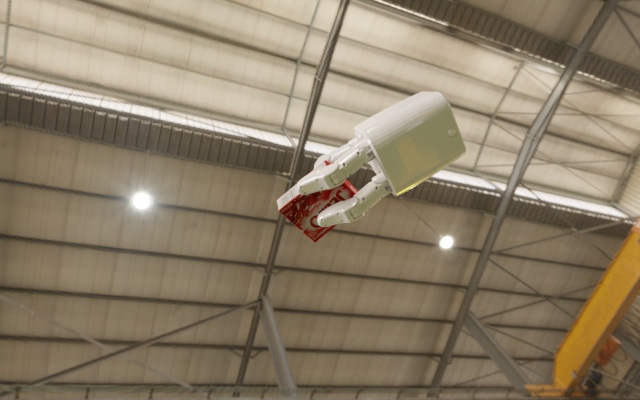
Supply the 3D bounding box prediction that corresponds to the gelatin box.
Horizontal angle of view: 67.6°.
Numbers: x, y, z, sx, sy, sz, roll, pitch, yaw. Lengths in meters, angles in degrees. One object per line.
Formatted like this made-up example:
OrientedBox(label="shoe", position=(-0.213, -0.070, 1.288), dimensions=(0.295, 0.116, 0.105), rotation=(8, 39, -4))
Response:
OrientedBox(label="gelatin box", position=(0.000, 0.002, 0.621), dimensions=(0.073, 0.089, 0.030), rotation=(43, 15, -29))
